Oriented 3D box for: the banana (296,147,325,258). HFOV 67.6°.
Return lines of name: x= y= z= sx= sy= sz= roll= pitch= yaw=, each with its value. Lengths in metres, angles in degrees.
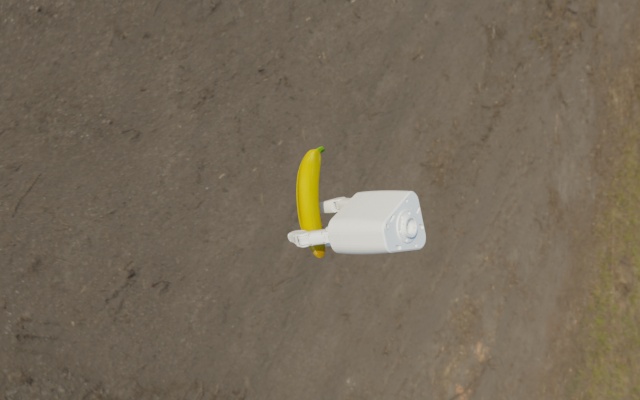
banana: x=-0.012 y=-0.003 z=0.806 sx=0.037 sy=0.197 sz=0.069 roll=-7 pitch=-12 yaw=42
